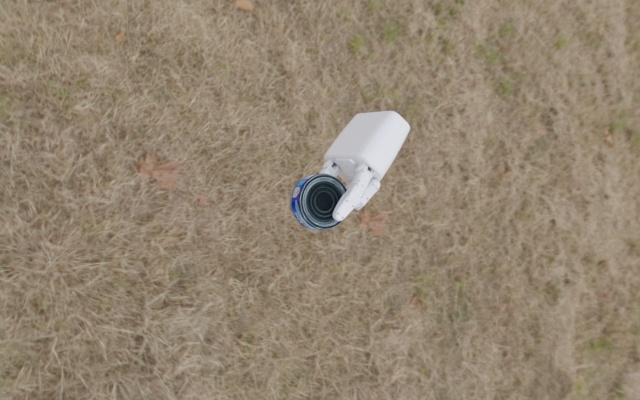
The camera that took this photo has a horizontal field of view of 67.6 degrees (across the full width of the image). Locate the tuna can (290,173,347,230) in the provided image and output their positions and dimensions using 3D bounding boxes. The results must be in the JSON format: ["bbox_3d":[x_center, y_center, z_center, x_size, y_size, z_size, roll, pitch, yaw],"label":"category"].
[{"bbox_3d":[0.000,0.002,0.719,0.086,0.086,0.034,0,-2,-26],"label":"tuna can"}]
